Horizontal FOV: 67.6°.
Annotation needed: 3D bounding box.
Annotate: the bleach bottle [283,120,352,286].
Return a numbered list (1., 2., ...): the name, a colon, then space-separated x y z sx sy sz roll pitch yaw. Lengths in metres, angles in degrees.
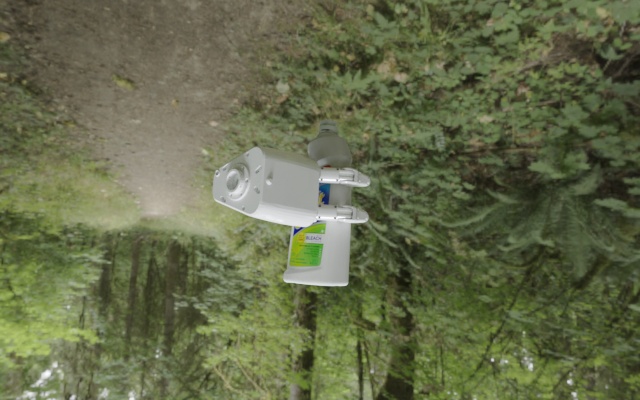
1. bleach bottle: 0.000 0.002 0.739 0.102 0.251 0.068 -4 -10 41
